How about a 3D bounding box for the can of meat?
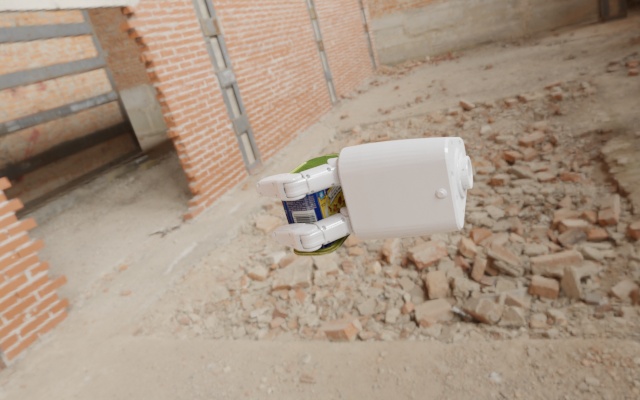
[{"bbox_3d":[0.000,0.001,0.541,0.057,0.084,0.102,-4,22,29],"label":"can of meat"}]
